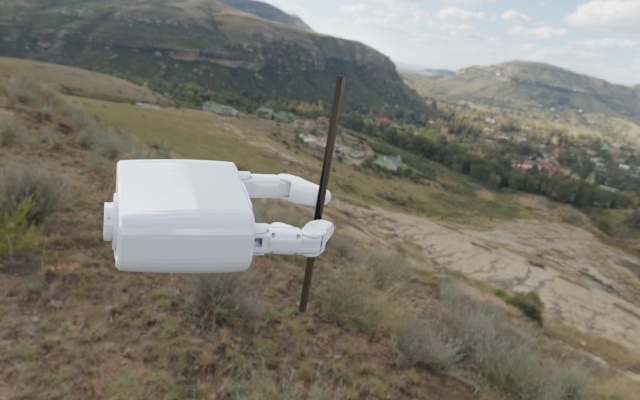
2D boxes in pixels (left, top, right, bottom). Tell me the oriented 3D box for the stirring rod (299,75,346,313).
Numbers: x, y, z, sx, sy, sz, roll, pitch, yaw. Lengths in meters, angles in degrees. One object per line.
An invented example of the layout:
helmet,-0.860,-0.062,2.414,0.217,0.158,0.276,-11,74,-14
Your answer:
stirring rod,0.000,0.002,0.465,0.011,0.239,0.011,9,17,-3
